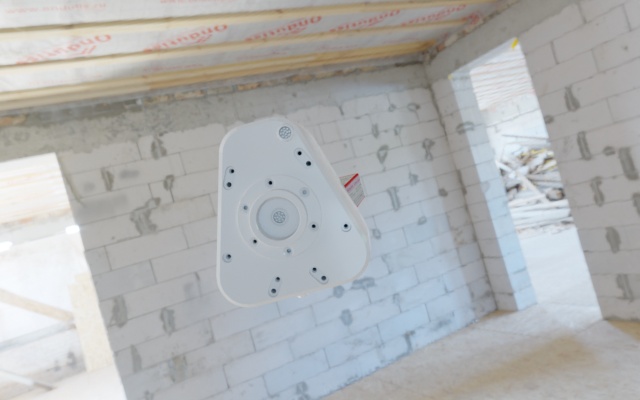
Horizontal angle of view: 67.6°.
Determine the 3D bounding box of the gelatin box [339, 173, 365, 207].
[{"bbox_3d":[0.000,0.001,0.464,0.073,0.030,0.089,-14,9,15],"label":"gelatin box"}]
